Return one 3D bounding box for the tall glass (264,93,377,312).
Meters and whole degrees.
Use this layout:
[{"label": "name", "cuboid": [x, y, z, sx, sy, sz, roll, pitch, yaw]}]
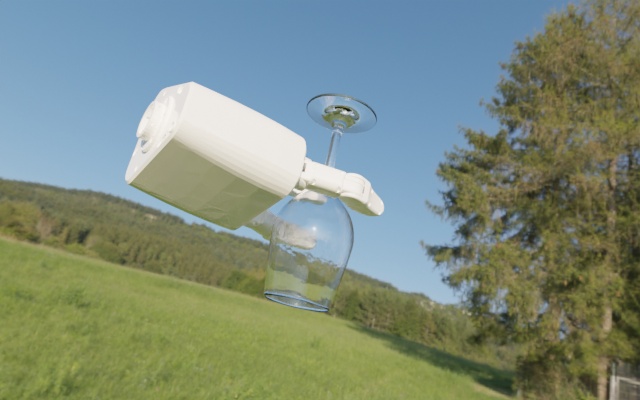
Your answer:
[{"label": "tall glass", "cuboid": [0.000, 0.001, 0.462, 0.079, 0.201, 0.079, 12, -19, 4]}]
